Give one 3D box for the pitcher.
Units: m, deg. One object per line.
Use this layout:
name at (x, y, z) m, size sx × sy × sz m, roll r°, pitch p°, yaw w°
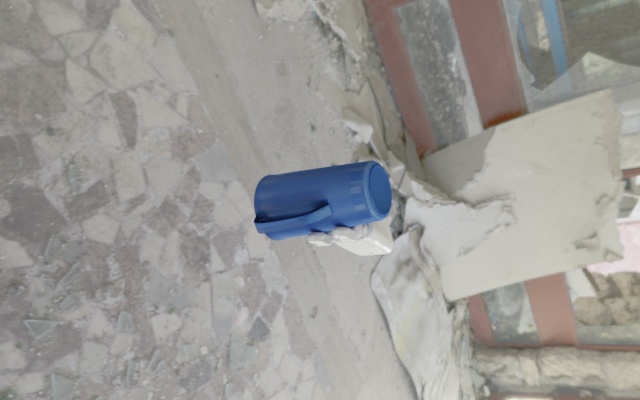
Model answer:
pitcher at (0.000, 0.003, 0.890) m, size 0.243 × 0.149 × 0.145 m, roll -10°, pitch -28°, yaw 32°
